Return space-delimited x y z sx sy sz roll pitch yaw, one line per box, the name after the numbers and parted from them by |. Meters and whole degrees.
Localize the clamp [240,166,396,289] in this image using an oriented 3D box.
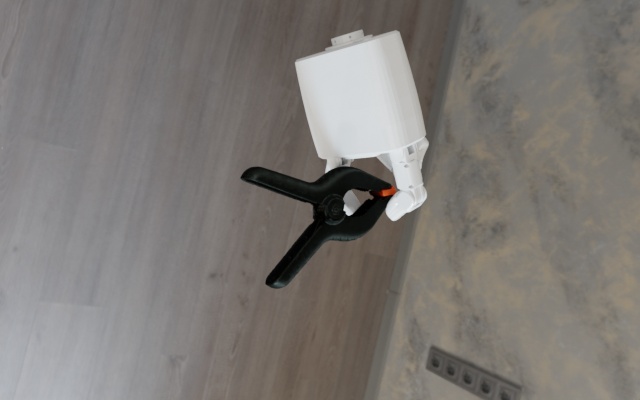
0.001 0.002 0.489 0.171 0.120 0.039 -27 21 -28 | clamp
